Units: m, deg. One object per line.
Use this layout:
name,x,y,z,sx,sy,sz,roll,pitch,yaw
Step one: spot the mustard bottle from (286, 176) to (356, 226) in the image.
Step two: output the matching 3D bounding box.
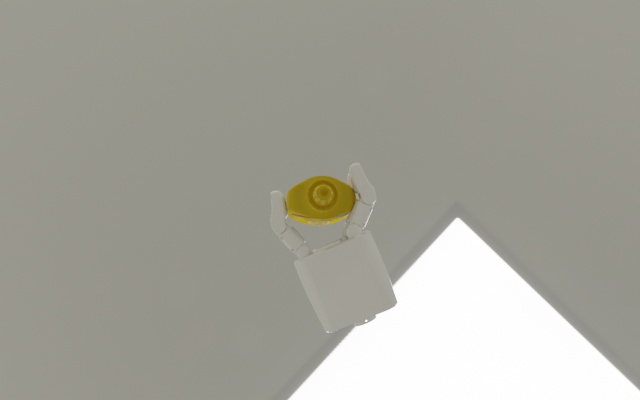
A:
mustard bottle,0.000,0.002,0.674,0.096,0.058,0.191,1,-6,-2
